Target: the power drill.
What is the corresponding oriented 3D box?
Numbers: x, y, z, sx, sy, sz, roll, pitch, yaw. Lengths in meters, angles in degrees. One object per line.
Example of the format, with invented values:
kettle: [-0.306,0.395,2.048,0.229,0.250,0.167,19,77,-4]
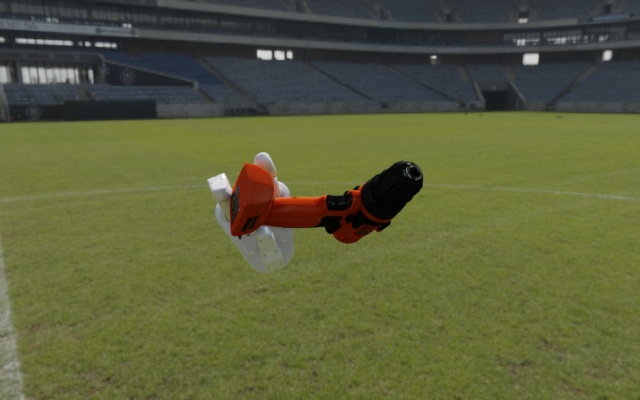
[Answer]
power drill: [0.000,0.002,0.538,0.187,0.057,0.184,5,-26,-20]
